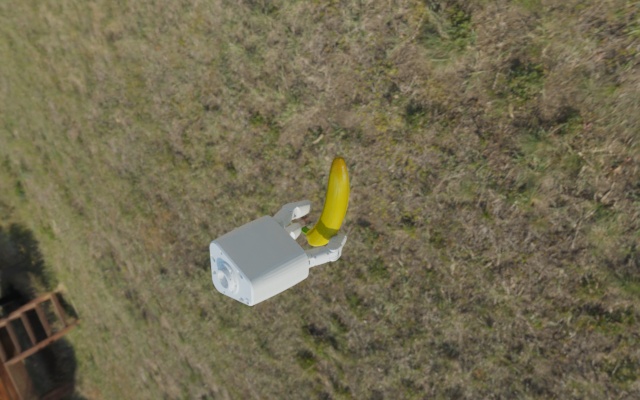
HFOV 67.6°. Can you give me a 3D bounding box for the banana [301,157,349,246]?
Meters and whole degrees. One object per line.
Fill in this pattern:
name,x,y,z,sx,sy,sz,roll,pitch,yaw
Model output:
banana,0.010,0.018,0.772,0.037,0.069,0.198,-22,-27,-38
